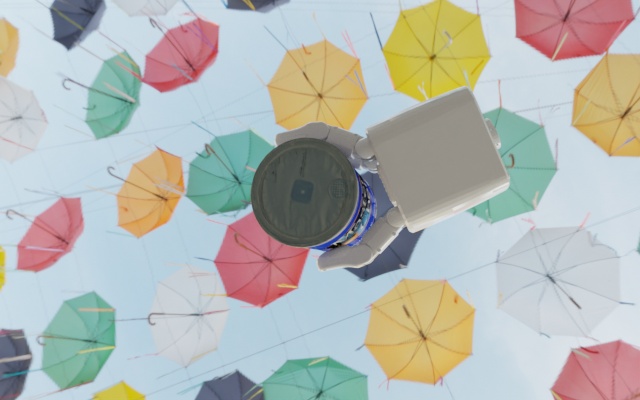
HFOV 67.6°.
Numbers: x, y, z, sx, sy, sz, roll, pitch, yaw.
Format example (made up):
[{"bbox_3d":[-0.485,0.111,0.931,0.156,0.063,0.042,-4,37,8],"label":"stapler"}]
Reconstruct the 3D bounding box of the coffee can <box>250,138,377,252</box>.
[{"bbox_3d":[0.000,0.002,0.503,0.103,0.103,0.140,0,-8,14],"label":"coffee can"}]
